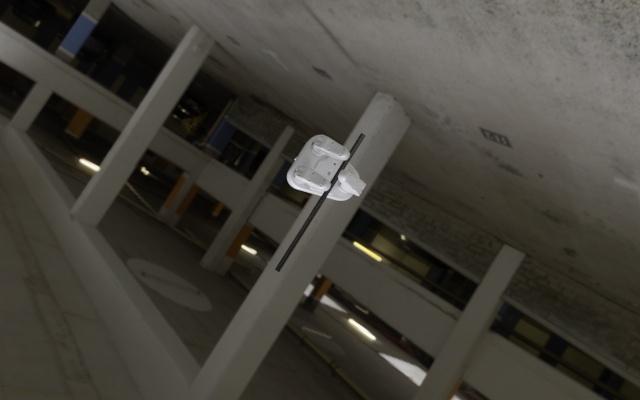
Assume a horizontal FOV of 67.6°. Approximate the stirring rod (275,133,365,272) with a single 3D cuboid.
[{"bbox_3d":[0.000,0.002,0.712,0.011,0.239,0.011,32,-3,2],"label":"stirring rod"}]
